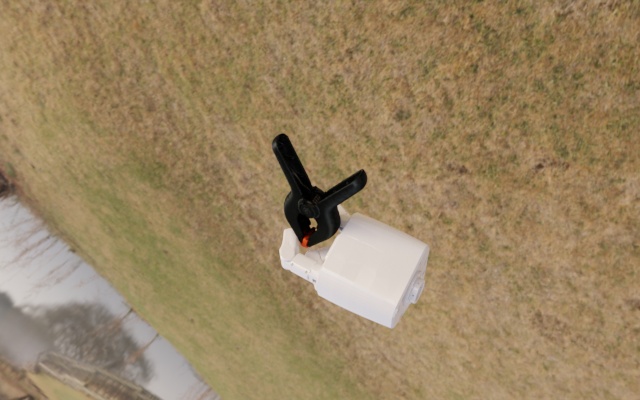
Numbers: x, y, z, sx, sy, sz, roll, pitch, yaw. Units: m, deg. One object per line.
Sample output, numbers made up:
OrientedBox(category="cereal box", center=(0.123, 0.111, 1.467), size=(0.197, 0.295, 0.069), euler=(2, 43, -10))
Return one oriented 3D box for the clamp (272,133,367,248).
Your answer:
OrientedBox(category="clamp", center=(0.000, 0.002, 0.591), size=(0.120, 0.172, 0.039), euler=(25, 53, 25))
